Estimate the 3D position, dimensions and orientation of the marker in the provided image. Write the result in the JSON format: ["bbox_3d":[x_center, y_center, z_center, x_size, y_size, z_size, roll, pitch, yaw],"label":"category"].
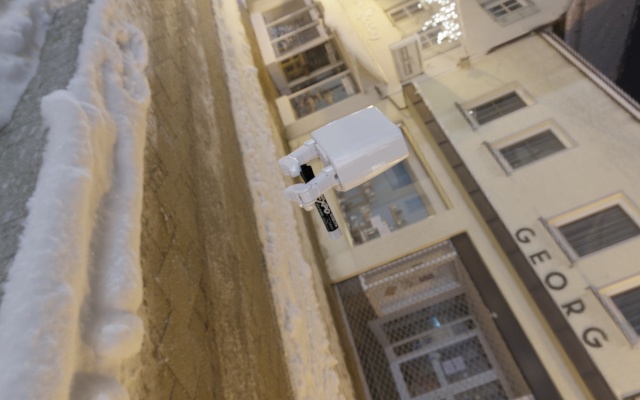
[{"bbox_3d":[0.000,0.002,0.671,0.020,0.121,0.020,-21,23,9],"label":"marker"}]
